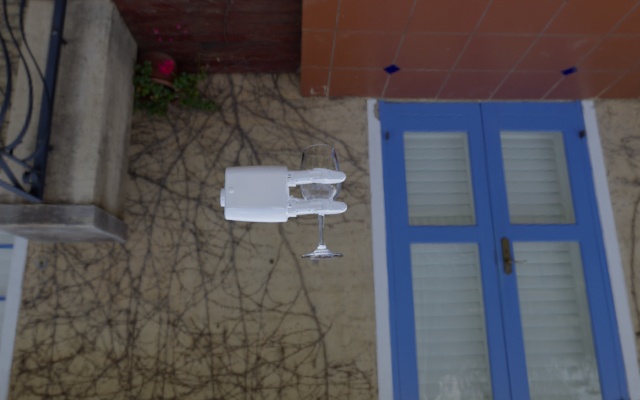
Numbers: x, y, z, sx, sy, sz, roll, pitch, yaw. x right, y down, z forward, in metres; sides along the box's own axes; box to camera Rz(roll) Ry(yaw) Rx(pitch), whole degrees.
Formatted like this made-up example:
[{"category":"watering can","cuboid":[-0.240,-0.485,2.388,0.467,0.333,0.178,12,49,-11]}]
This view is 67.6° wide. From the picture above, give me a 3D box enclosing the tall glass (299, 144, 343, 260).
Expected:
[{"category":"tall glass","cuboid":[0.000,0.004,0.865,0.079,0.201,0.079,-1,-14,0]}]
